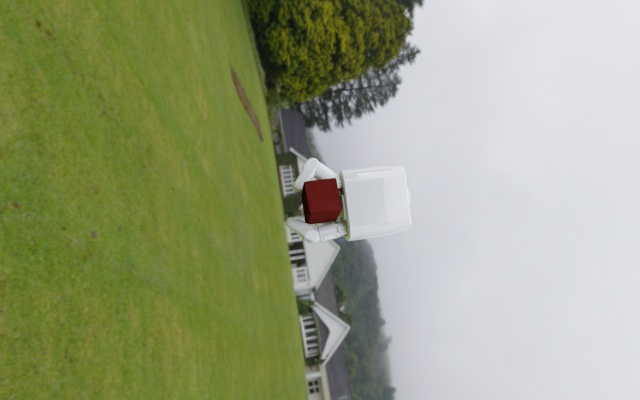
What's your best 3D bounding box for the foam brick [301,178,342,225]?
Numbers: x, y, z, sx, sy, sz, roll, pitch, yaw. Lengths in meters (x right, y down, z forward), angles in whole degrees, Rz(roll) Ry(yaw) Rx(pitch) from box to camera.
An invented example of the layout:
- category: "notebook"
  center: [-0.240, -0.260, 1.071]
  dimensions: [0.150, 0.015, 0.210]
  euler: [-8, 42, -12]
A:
- category: "foam brick"
  center: [0.000, 0.002, 0.749]
  dimensions: [0.051, 0.053, 0.078]
  euler: [-7, -14, -7]
